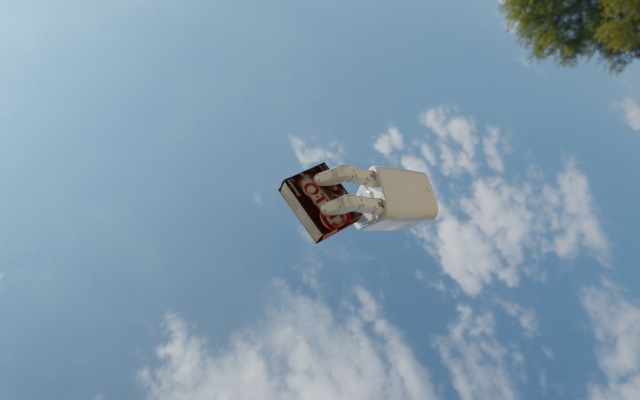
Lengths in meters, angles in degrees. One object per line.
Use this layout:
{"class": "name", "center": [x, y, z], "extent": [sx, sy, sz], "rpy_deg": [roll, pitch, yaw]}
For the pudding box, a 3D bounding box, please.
{"class": "pudding box", "center": [0.000, 0.003, 0.772], "extent": [0.090, 0.113, 0.039], "rpy_deg": [-26, -19, -36]}
